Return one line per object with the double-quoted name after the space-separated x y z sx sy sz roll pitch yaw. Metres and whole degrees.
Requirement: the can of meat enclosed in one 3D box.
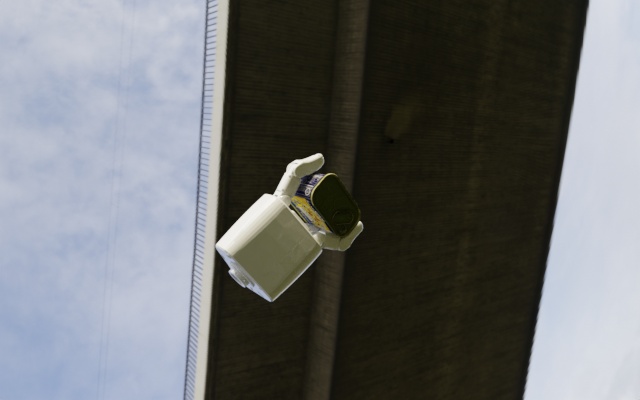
0.000 0.002 0.729 0.084 0.057 0.102 15 -31 51 "can of meat"
